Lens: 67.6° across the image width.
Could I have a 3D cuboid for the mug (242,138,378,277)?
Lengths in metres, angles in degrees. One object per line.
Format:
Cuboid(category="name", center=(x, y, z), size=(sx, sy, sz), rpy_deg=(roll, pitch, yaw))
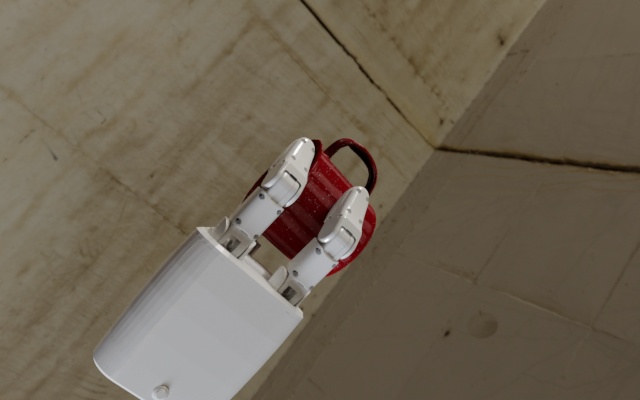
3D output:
Cuboid(category="mug", center=(0.001, 0.000, 0.401), size=(0.081, 0.117, 0.093), rpy_deg=(45, -7, -22))
